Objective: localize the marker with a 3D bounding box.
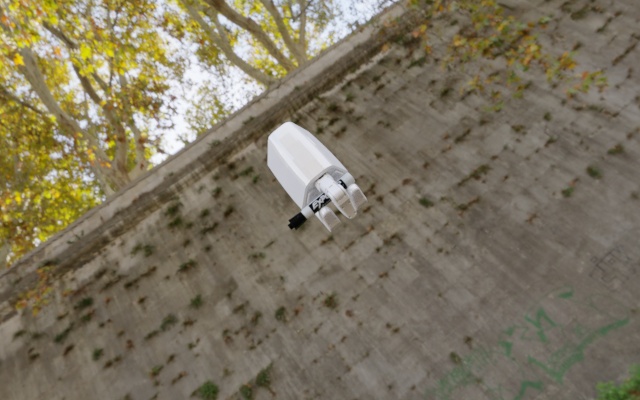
[{"bbox_3d":[0.000,0.002,0.717,0.121,0.020,0.020,-39,4,-5],"label":"marker"}]
